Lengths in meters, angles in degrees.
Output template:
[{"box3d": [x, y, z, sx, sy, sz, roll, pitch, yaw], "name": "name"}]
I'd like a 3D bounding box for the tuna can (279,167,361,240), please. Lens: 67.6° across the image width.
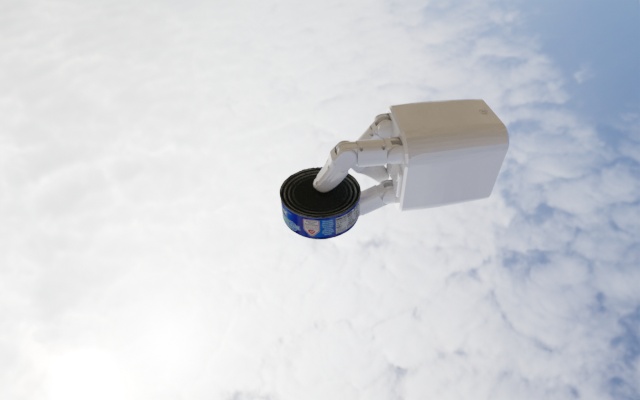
[{"box3d": [0.000, 0.002, 0.511, 0.086, 0.034, 0.086, -1, 39, 1], "name": "tuna can"}]
